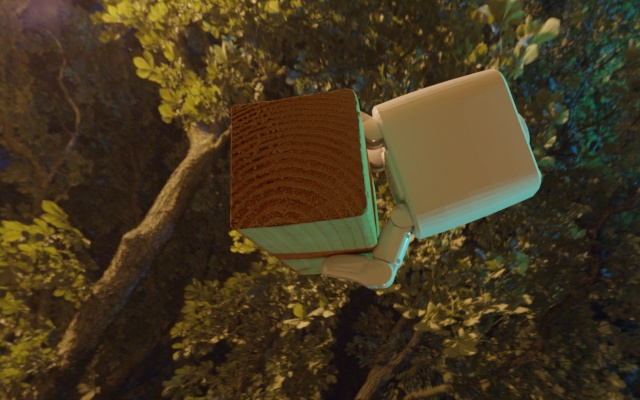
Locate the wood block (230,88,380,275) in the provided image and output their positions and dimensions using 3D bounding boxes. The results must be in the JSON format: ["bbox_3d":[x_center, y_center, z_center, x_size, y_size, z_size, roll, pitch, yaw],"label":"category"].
[{"bbox_3d":[0.001,0.002,0.406,0.090,0.090,0.206,-7,-18,8],"label":"wood block"}]
